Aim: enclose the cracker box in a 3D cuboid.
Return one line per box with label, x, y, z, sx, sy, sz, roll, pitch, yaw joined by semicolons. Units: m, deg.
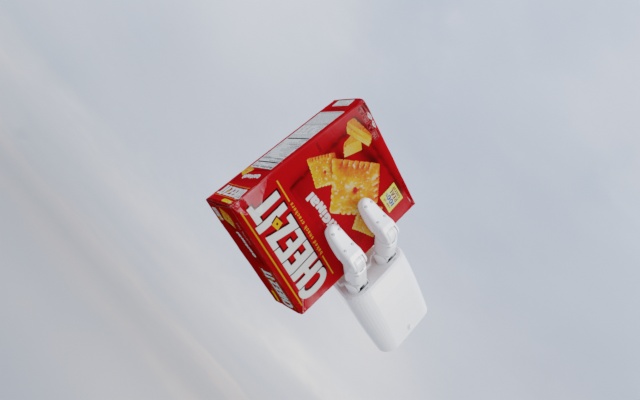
cracker box;0.000;0.002;0.576;0.213;0.164;0.072;-41;27;-24
